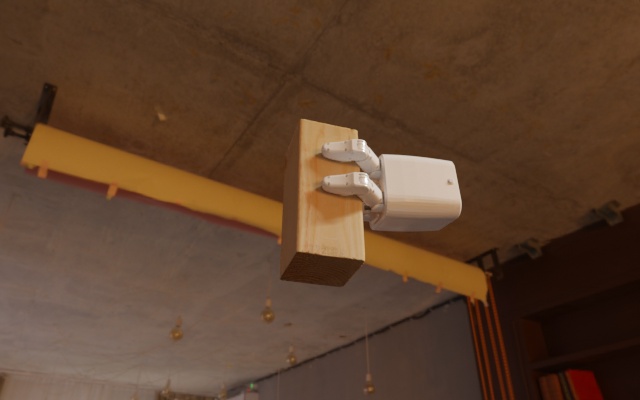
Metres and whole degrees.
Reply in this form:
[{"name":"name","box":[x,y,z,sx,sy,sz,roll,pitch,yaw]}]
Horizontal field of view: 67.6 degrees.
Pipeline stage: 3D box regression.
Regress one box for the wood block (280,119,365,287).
[{"name":"wood block","box":[0.000,0.002,0.654,0.090,0.206,0.091,9,-34,-14]}]
